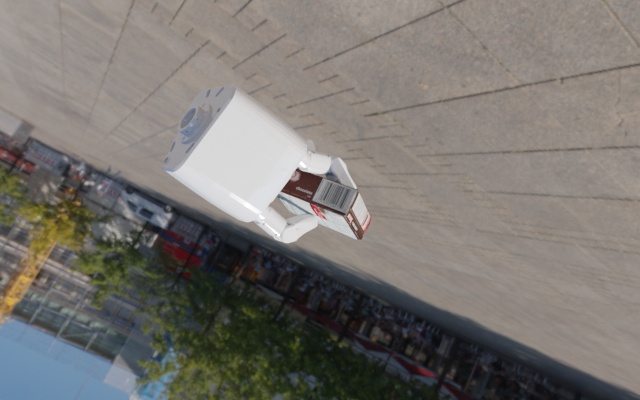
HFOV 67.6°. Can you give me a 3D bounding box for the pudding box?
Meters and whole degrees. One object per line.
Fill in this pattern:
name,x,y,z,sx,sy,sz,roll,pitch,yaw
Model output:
pudding box,0.000,0.002,0.593,0.113,0.039,0.090,23,-14,24
